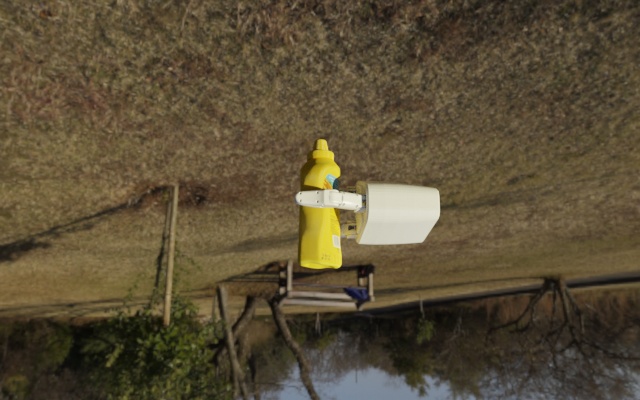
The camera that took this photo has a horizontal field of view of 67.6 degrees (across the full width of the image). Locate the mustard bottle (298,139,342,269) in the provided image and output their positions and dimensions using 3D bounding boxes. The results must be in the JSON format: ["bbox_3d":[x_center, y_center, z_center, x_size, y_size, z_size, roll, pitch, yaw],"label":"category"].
[{"bbox_3d":[0.000,0.003,0.709,0.058,0.191,0.096,-4,-13,20],"label":"mustard bottle"}]
